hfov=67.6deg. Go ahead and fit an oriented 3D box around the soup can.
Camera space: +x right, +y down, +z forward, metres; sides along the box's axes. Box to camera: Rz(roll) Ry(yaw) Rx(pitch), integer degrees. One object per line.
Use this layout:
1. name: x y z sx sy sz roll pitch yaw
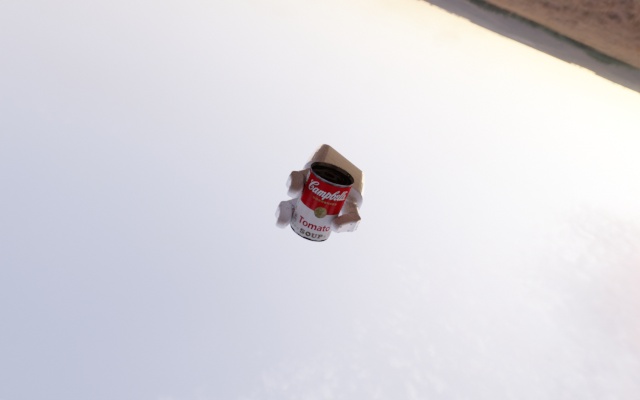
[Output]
1. soup can: 0.000 0.003 0.714 0.068 0.102 0.068 18 26 -9
